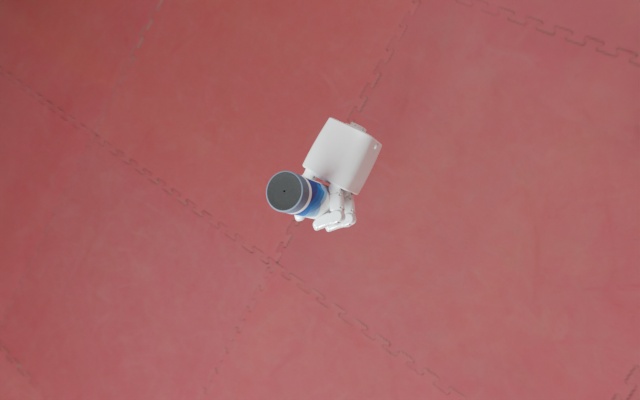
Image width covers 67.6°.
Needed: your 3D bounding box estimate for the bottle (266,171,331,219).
[{"bbox_3d":[0.000,0.003,0.889,0.069,0.069,0.296,0,-7,23],"label":"bottle"}]
